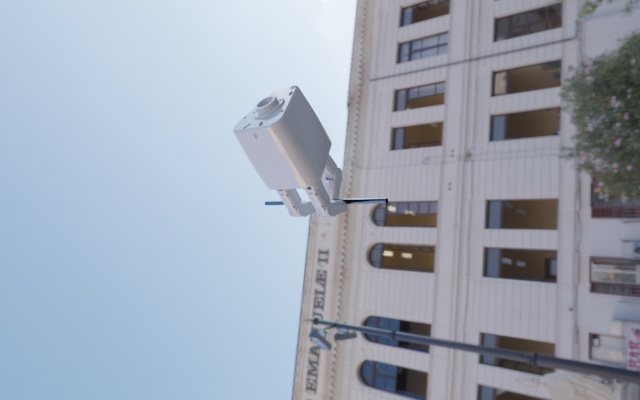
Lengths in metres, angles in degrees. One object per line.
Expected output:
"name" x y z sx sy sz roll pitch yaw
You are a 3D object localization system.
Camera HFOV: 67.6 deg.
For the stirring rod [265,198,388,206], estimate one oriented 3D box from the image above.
"stirring rod" 0.000 0.002 0.755 0.239 0.011 0.011 -1 -1 38
